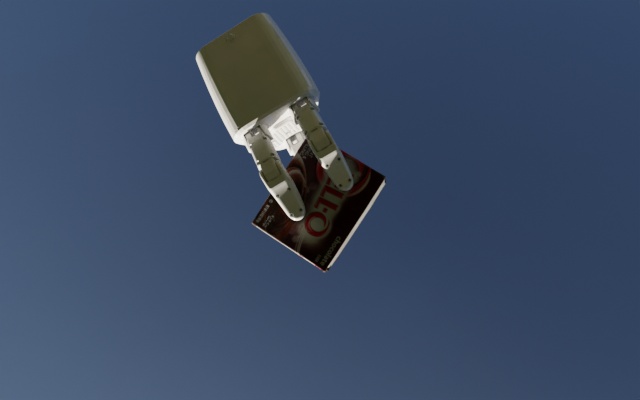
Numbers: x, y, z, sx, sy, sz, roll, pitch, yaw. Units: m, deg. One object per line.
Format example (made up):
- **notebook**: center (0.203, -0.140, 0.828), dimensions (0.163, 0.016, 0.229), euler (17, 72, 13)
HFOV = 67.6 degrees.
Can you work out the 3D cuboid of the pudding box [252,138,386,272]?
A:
- **pudding box**: center (0.000, 0.002, 0.484), dimensions (0.090, 0.113, 0.039), euler (32, 1, 13)
